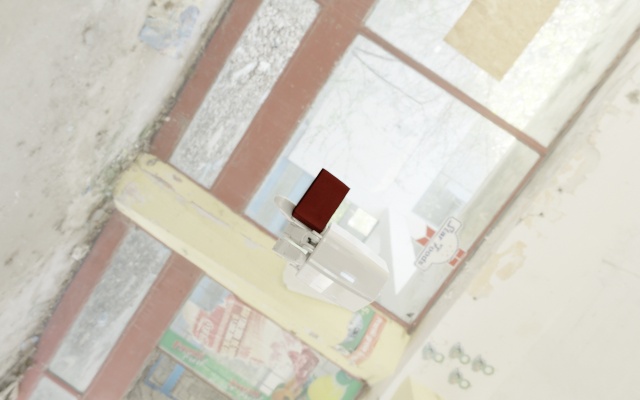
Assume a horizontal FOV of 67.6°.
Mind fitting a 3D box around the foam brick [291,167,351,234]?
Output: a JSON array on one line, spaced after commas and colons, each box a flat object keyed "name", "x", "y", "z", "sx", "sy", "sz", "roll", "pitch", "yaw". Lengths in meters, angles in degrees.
[{"name": "foam brick", "x": 0.000, "y": 0.002, "z": 0.693, "sx": 0.051, "sy": 0.078, "sz": 0.053, "roll": 34, "pitch": -11, "yaw": 1}]
